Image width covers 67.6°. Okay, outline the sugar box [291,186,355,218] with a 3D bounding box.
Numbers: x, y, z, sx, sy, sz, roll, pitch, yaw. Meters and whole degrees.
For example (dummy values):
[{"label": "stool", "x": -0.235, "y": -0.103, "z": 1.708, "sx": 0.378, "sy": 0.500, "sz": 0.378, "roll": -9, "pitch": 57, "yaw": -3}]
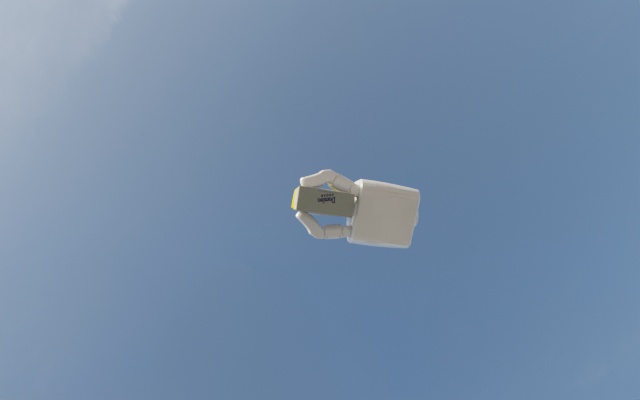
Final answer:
[{"label": "sugar box", "x": 0.000, "y": 0.002, "z": 0.836, "sx": 0.093, "sy": 0.048, "sz": 0.176, "roll": 8, "pitch": -4, "yaw": -6}]
